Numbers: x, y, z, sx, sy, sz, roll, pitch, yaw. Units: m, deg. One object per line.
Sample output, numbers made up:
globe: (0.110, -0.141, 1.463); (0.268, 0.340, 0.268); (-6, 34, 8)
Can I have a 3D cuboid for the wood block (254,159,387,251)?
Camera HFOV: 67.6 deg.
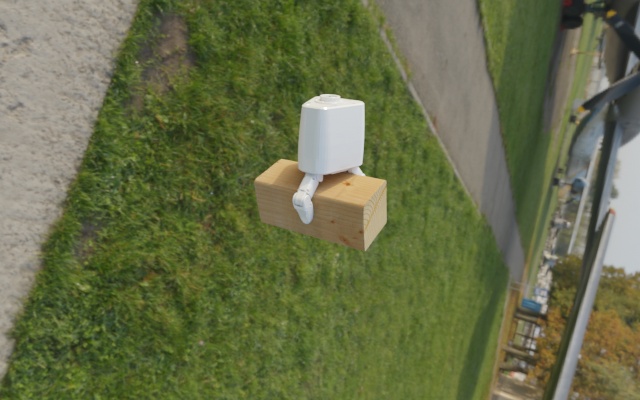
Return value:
wood block: (0.000, 0.003, 0.819); (0.206, 0.090, 0.090); (14, 37, 27)
